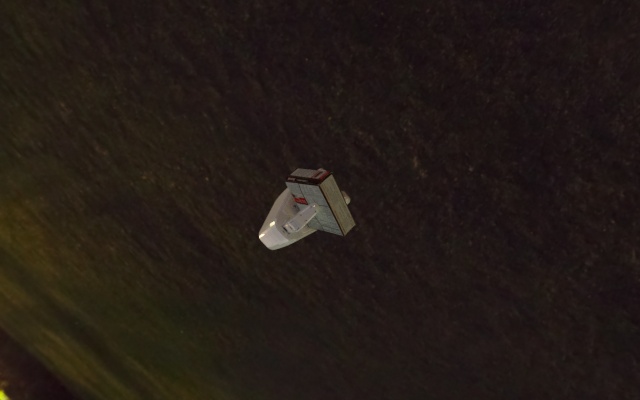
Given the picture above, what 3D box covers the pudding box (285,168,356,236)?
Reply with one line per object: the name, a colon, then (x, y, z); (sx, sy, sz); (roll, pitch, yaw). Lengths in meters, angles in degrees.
pudding box: (0.000, 0.003, 0.801); (0.090, 0.113, 0.039); (9, 46, 46)
